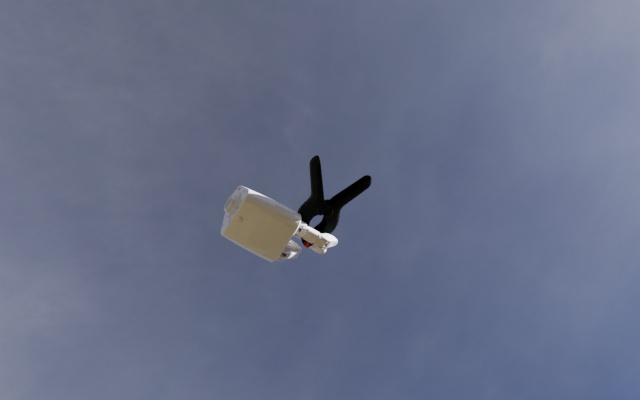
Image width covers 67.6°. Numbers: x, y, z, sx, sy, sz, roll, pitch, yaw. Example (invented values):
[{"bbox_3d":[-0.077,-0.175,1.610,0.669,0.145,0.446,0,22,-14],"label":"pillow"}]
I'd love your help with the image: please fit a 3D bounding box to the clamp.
[{"bbox_3d":[0.000,0.003,0.846,0.120,0.171,0.039,30,13,-20],"label":"clamp"}]
